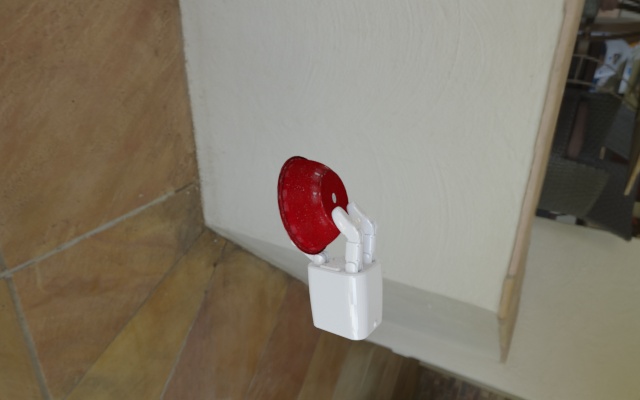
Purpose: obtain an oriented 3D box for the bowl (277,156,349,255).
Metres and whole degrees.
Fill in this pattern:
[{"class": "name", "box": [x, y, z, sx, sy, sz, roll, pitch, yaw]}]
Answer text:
[{"class": "bowl", "box": [0.000, 0.001, 0.748, 0.055, 0.162, 0.162, -13, -6, 29]}]
